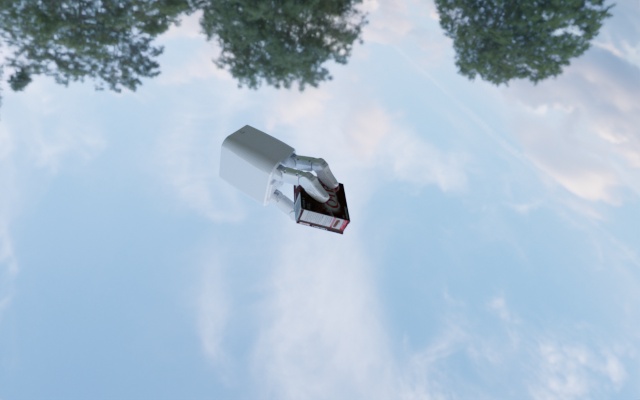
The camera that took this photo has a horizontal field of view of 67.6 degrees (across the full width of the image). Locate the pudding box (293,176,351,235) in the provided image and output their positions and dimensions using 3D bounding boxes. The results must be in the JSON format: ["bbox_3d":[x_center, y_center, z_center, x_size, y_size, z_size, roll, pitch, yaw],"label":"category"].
[{"bbox_3d":[0.000,0.003,0.839,0.090,0.039,0.113,14,37,-16],"label":"pudding box"}]
